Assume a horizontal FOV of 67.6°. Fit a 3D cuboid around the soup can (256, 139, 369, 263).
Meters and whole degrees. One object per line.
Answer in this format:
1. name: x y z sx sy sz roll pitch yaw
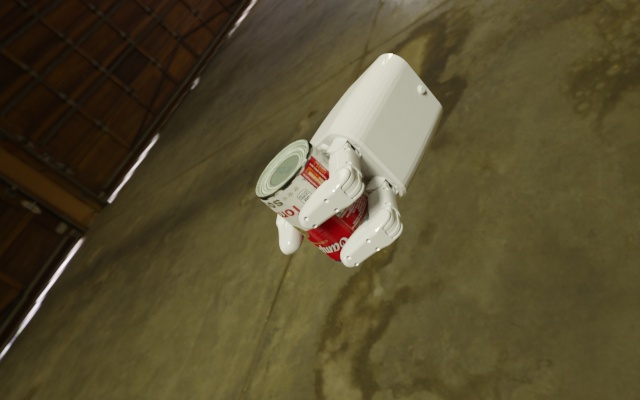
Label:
1. soup can: 0.000 0.002 0.437 0.102 0.068 0.068 42 -22 -26
